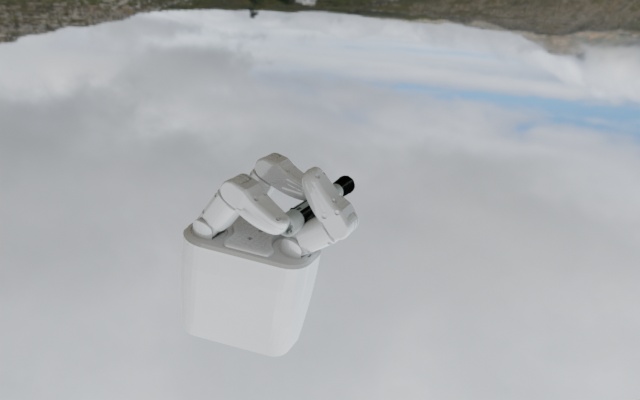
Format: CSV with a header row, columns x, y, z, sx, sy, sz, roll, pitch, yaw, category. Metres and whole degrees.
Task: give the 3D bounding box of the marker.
x,y,z,sx,sy,sz,roll,pitch,yaw,category
0.000,0.001,0.428,0.020,0.020,0.121,0,19,29,marker
